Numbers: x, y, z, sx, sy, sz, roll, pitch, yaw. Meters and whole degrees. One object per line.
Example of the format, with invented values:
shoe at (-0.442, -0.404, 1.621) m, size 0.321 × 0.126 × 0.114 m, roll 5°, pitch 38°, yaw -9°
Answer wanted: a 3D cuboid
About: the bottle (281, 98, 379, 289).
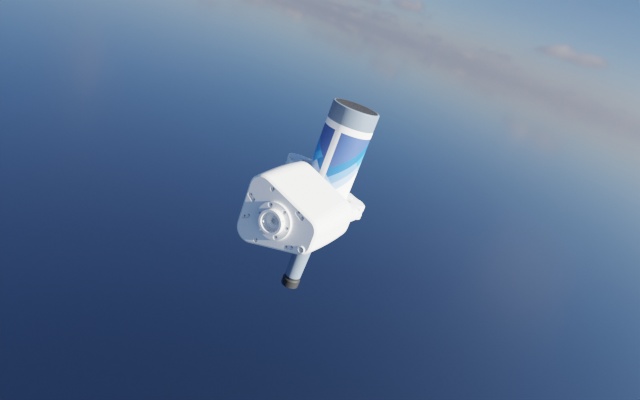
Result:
bottle at (0.000, 0.002, 0.698) m, size 0.069 × 0.296 × 0.069 m, roll 18°, pitch 21°, yaw -7°
